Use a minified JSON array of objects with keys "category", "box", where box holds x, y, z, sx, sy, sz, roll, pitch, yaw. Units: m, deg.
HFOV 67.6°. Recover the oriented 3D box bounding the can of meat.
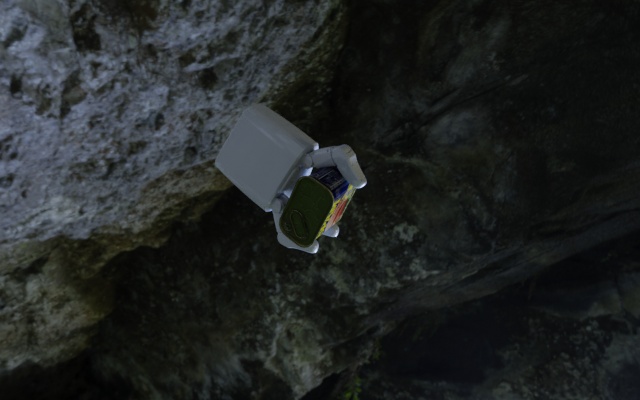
[{"category":"can of meat","box":[0.000,0.002,0.645,0.057,0.102,0.084,36,35,14]}]
